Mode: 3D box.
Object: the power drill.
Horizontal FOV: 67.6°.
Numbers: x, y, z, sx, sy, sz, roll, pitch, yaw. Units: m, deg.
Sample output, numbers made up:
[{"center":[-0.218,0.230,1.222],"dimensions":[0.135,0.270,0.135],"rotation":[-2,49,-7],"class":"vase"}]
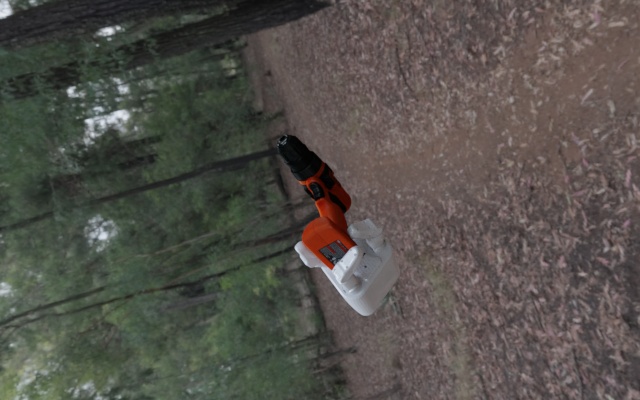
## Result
[{"center":[0.000,0.003,0.738],"dimensions":[0.057,0.187,0.184],"rotation":[-31,-51,18],"class":"power drill"}]
